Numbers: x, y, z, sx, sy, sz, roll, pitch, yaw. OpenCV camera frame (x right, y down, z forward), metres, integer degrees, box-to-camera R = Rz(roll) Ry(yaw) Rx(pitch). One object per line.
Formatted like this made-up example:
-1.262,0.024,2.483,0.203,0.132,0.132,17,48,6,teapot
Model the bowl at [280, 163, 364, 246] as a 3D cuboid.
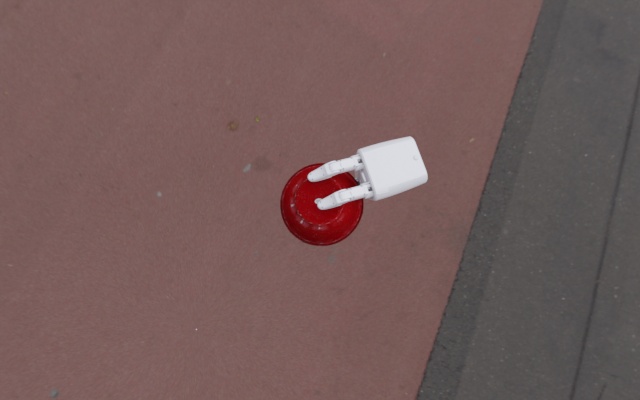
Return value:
-0.001,0.004,0.892,0.162,0.162,0.055,0,-9,5,bowl
